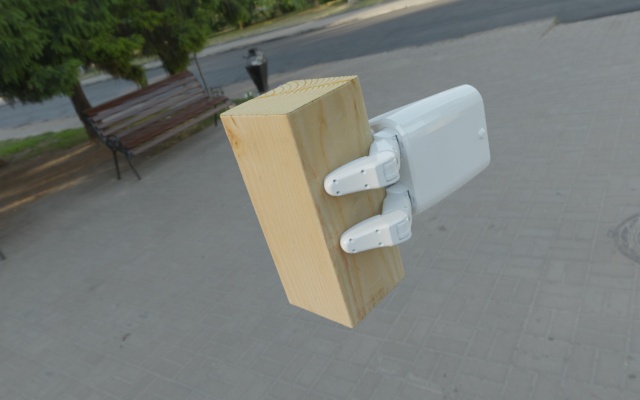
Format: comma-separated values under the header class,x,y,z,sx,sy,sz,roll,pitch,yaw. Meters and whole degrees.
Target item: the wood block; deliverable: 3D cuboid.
class,x,y,z,sx,sy,sz,roll,pitch,yaw
wood block,0.000,0.001,0.443,0.091,0.206,0.090,10,36,45
